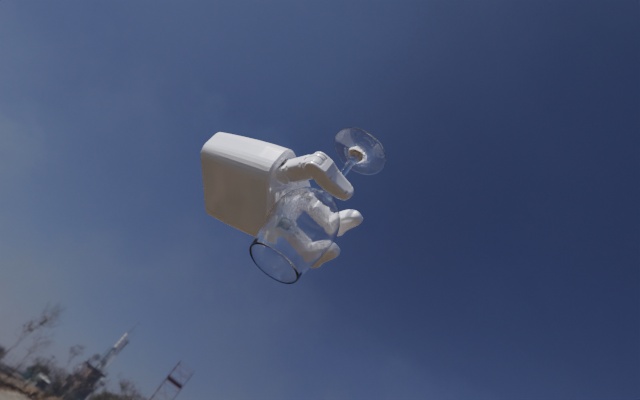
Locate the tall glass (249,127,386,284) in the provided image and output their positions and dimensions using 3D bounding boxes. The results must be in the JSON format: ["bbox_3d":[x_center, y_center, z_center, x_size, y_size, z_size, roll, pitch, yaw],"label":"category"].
[{"bbox_3d":[0.001,0.001,0.554,0.079,0.079,0.201,0,41,41],"label":"tall glass"}]
